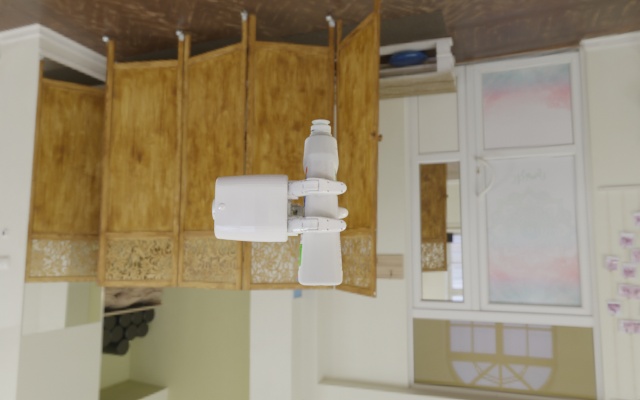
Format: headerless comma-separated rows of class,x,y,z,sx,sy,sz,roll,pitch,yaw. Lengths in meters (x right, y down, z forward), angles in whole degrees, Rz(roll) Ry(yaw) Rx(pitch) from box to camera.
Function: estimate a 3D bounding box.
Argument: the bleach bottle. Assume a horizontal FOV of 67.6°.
bleach bottle,0.000,0.002,0.743,0.068,0.251,0.102,0,-6,-1
